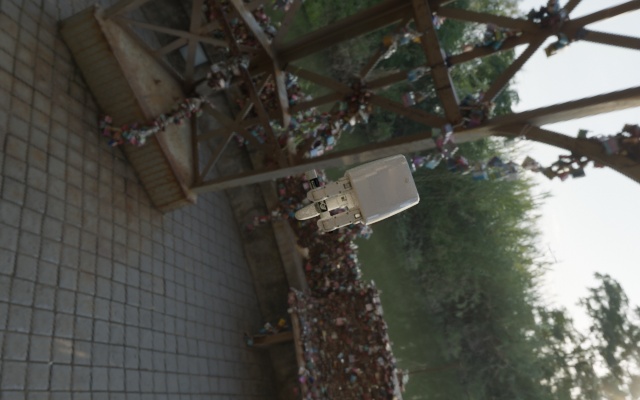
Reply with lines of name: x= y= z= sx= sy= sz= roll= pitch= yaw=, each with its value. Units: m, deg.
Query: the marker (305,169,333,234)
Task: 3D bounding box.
marker: x=0.000 y=0.003 z=0.871 sx=0.020 sy=0.121 sz=0.020 roll=-19 pitch=4 yaw=2
